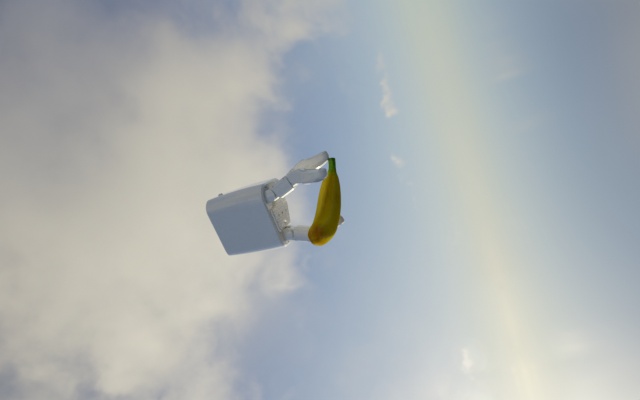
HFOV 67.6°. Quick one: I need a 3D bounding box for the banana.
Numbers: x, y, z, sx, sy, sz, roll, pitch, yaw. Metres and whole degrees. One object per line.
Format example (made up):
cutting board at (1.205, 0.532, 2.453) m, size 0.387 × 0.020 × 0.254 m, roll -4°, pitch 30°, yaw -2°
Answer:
banana at (0.006, 0.015, 0.716) m, size 0.037 × 0.070 × 0.197 m, roll -11°, pitch 34°, yaw 15°
